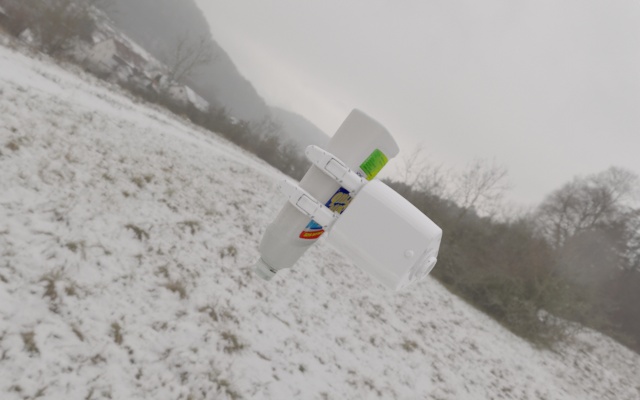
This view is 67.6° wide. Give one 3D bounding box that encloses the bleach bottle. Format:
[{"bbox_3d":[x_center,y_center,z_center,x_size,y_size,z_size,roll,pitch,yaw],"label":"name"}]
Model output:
[{"bbox_3d":[0.000,0.002,0.641,0.068,0.251,0.102,39,2,24],"label":"bleach bottle"}]
